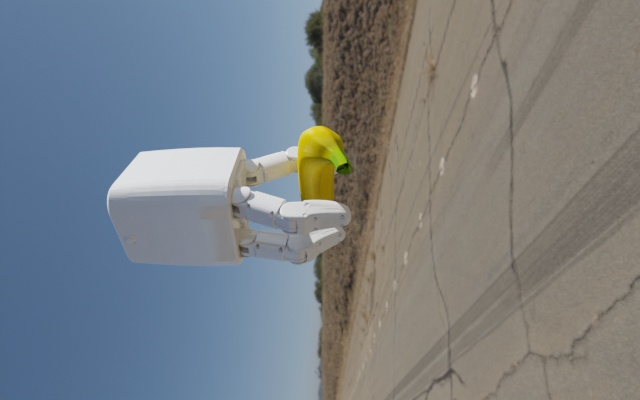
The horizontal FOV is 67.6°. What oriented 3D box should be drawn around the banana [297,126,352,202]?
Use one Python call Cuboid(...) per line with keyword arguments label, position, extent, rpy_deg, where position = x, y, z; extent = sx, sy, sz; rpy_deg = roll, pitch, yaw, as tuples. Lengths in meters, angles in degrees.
Cuboid(label="banana", position=(-0.002, -0.017, 0.452), extent=(0.037, 0.069, 0.198), rpy_deg=(-5, -21, -5))
